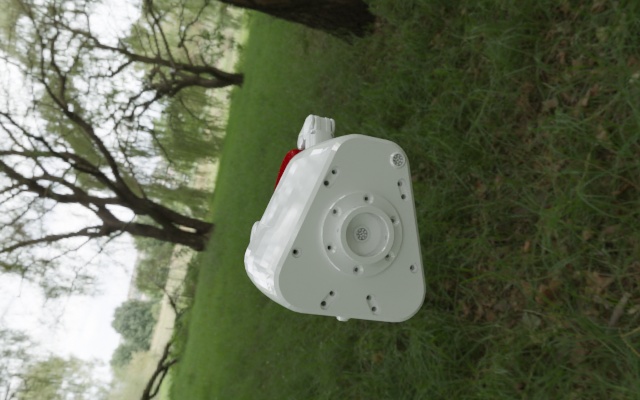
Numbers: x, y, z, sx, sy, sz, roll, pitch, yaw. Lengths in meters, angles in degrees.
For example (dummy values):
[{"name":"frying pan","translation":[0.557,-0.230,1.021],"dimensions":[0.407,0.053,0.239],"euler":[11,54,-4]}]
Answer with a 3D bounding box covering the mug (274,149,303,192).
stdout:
[{"name":"mug","translation":[-0.001,0.001,0.441],"dimensions":[0.081,0.093,0.117],"euler":[11,-5,-15]}]
